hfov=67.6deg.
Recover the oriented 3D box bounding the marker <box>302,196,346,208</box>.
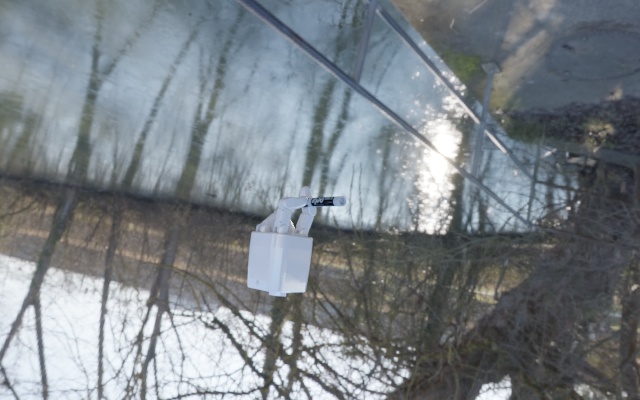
[{"bbox_3d":[0.000,0.003,0.887,0.020,0.020,0.121,0,-1,-40],"label":"marker"}]
